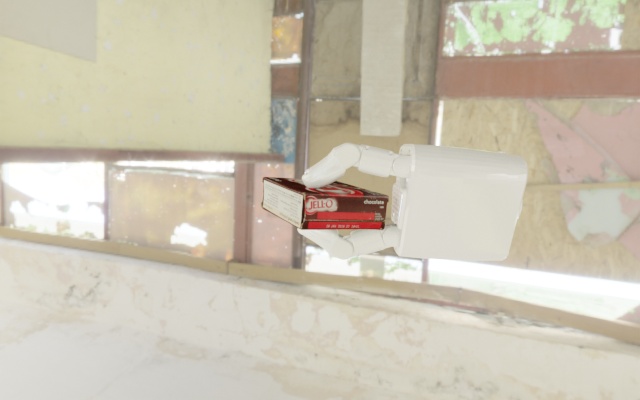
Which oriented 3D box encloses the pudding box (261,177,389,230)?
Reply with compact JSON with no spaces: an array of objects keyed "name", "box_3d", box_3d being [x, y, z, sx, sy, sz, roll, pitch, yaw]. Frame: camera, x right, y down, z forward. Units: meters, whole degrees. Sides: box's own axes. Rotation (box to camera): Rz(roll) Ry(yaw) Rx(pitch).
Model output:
[{"name":"pudding box","box_3d":[0.000,0.002,0.479,0.090,0.039,0.113,3,7,-27]}]
